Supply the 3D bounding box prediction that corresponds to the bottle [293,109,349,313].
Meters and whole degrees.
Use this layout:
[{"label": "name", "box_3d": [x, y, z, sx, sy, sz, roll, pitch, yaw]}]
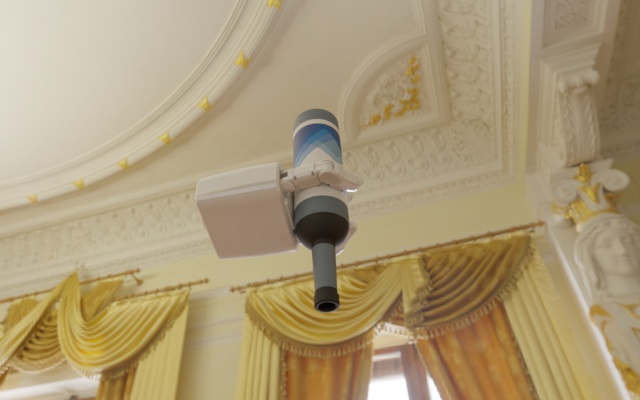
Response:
[{"label": "bottle", "box_3d": [0.000, 0.002, 0.600, 0.069, 0.295, 0.069, -2, -41, -2]}]
